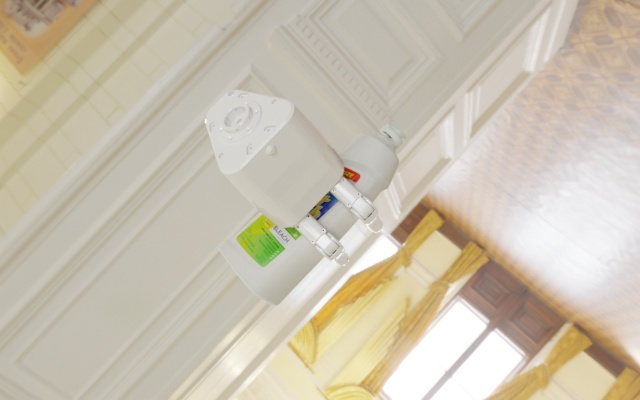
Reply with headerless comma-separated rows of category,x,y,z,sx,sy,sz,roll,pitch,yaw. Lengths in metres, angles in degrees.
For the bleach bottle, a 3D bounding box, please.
bleach bottle,0.000,0.002,0.569,0.102,0.251,0.068,41,-4,40
